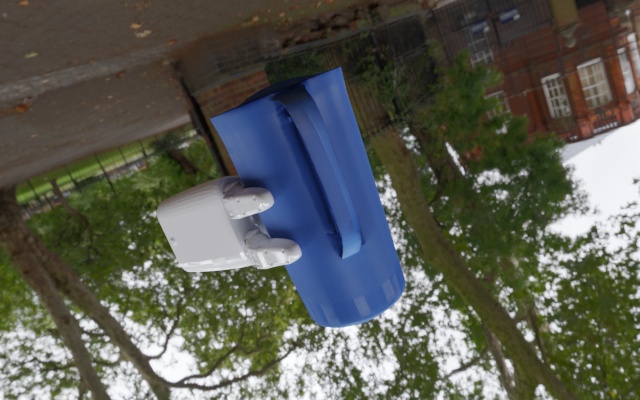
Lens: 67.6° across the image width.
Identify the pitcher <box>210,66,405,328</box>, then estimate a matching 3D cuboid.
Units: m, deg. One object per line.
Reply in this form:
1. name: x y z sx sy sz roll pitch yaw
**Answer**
1. pitcher: 0.000 0.002 0.471 0.145 0.243 0.149 -14 15 33
